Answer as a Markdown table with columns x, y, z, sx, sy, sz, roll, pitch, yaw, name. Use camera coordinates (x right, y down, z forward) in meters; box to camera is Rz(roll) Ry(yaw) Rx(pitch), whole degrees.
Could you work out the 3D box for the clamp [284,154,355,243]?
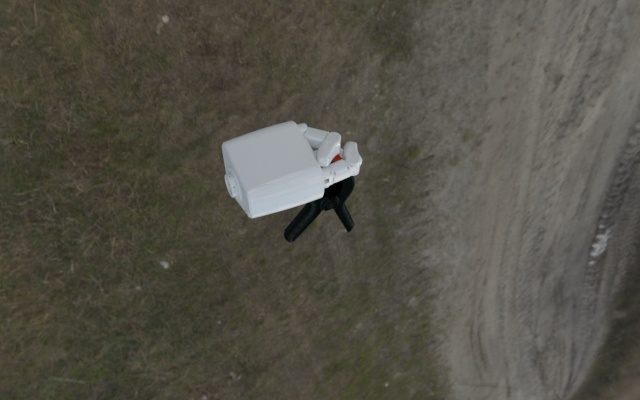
| x | y | z | sx | sy | sz | roll | pitch | yaw | name |
| --- | --- | --- | --- | --- | --- | --- | --- | --- | --- |
| 0.000 | 0.003 | 0.735 | 0.120 | 0.172 | 0.039 | -19 | 47 | -19 | clamp |
